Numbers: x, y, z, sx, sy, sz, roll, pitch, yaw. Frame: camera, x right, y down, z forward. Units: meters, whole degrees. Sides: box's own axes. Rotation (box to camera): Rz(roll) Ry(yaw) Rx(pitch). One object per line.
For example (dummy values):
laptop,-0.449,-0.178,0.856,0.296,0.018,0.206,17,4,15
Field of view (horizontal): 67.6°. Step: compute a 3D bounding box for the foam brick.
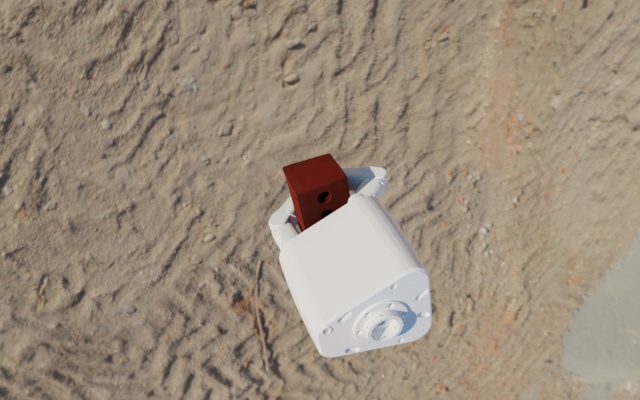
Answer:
foam brick,0.000,0.001,0.485,0.053,0.078,0.051,-19,37,-8
